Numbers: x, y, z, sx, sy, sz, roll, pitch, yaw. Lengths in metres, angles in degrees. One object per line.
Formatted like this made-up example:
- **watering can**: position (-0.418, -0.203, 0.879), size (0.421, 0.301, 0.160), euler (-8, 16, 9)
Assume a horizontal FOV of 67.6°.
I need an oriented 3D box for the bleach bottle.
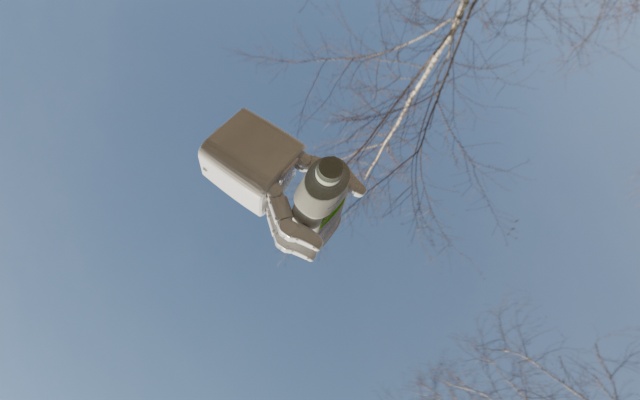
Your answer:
- **bleach bottle**: position (0.000, 0.002, 0.646), size (0.068, 0.102, 0.251), euler (35, -22, 6)
